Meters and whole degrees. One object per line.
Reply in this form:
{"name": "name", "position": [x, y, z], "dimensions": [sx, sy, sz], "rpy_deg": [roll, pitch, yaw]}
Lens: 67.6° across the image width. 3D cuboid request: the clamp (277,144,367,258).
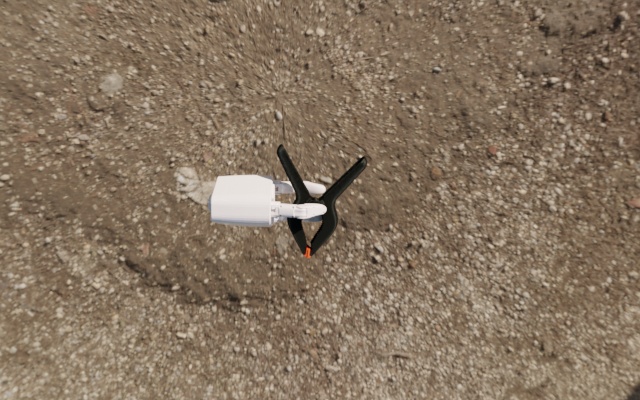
{"name": "clamp", "position": [0.000, 0.004, 0.882], "dimensions": [0.164, 0.210, 0.036], "rpy_deg": [1, 12, -3]}
